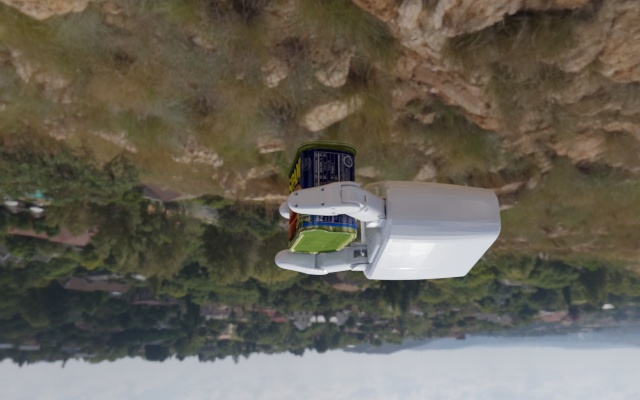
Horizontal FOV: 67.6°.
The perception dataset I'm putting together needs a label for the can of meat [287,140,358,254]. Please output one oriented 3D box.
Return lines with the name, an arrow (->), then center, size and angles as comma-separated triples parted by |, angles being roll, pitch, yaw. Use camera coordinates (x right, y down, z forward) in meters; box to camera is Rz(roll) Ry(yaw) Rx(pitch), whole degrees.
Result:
can of meat -> 0.000, 0.002, 0.458 | 0.057, 0.084, 0.102 | 3, -18, -11
